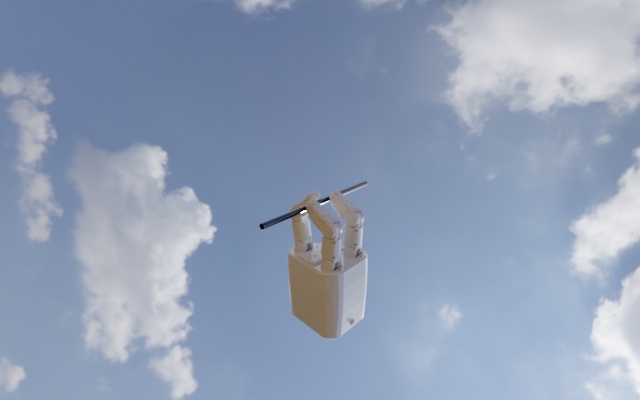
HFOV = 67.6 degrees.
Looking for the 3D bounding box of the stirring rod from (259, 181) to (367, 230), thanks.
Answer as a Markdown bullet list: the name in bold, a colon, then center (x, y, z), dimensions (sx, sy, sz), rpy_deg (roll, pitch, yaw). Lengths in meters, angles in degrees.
- **stirring rod**: center (0.000, 0.002, 0.676), dimensions (0.011, 0.011, 0.239), rpy_deg (0, 14, 38)
